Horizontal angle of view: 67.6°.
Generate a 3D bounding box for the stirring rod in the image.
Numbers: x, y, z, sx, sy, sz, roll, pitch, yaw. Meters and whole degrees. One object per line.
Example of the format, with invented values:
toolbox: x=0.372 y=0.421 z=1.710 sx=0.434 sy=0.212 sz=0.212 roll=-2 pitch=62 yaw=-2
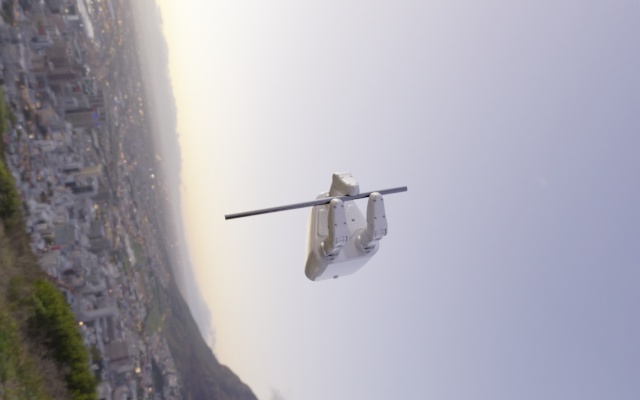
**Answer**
stirring rod: x=0.000 y=0.002 z=0.603 sx=0.239 sy=0.011 sz=0.011 roll=-9 pitch=2 yaw=-16
